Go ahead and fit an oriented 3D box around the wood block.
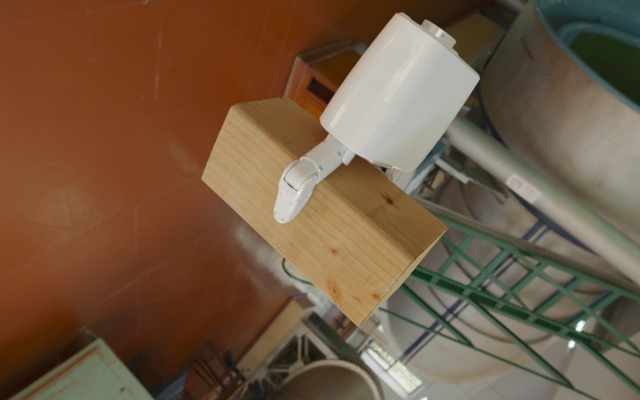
[{"bbox_3d":[0.000,0.001,0.448,0.206,0.090,0.091,41,33,16],"label":"wood block"}]
